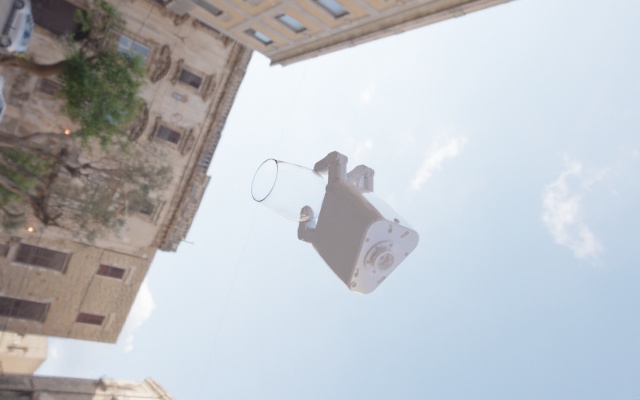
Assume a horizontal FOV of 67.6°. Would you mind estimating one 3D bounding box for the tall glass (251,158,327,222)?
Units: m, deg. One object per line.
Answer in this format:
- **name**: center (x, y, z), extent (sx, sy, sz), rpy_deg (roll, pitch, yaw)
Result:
- **tall glass**: center (0.001, 0.002, 0.693), extent (0.201, 0.079, 0.079), rpy_deg (22, -13, -35)
